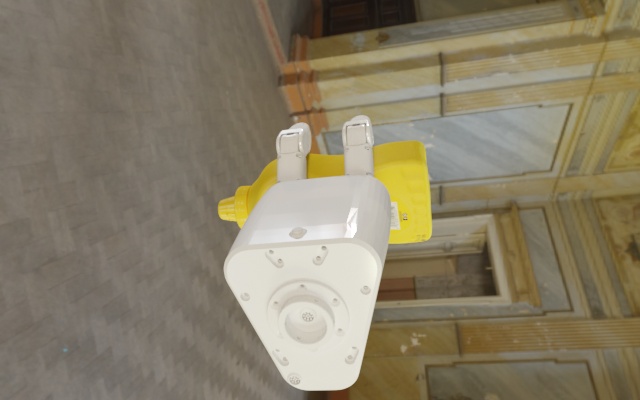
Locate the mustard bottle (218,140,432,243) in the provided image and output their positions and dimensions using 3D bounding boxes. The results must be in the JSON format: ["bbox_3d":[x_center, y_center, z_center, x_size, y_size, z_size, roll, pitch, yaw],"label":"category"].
[{"bbox_3d":[0.000,0.001,0.430,0.191,0.096,0.058,-5,44,11],"label":"mustard bottle"}]
